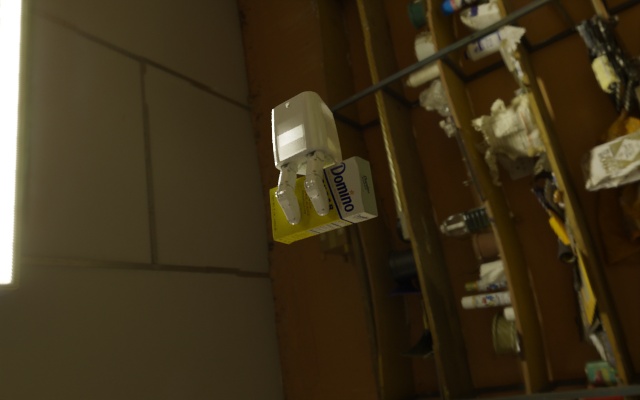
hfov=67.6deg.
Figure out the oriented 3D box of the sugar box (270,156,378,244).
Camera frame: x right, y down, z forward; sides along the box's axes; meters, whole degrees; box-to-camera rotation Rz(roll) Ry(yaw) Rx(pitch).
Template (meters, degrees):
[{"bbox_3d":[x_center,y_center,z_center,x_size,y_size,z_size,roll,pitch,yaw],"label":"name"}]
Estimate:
[{"bbox_3d":[0.000,0.002,0.758,0.176,0.093,0.048,-21,-24,33],"label":"sugar box"}]
